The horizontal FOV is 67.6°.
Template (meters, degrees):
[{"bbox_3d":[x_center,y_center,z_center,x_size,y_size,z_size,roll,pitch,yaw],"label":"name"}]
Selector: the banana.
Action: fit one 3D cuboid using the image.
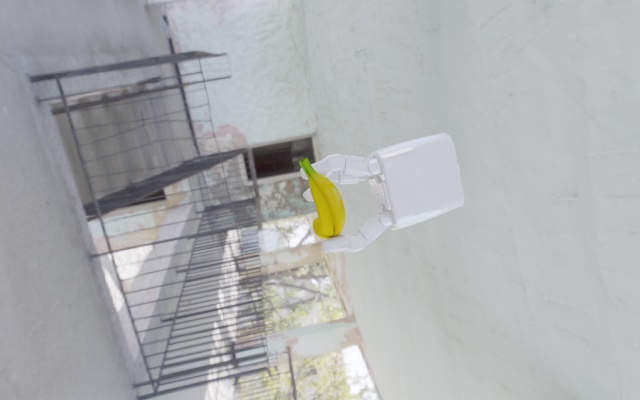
[{"bbox_3d":[0.008,0.016,0.646,0.037,0.069,0.198,-23,-26,-9],"label":"banana"}]
